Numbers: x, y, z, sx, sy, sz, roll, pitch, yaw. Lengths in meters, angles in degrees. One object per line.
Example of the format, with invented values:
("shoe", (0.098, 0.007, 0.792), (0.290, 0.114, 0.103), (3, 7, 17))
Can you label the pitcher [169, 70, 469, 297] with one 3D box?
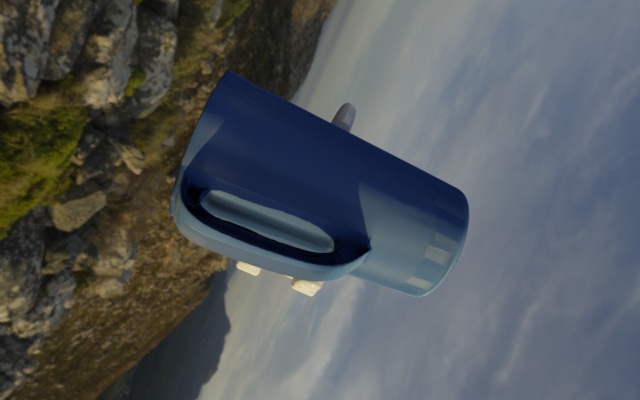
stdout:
("pitcher", (0.000, 0.001, 0.417), (0.243, 0.149, 0.145), (23, -11, -7))
